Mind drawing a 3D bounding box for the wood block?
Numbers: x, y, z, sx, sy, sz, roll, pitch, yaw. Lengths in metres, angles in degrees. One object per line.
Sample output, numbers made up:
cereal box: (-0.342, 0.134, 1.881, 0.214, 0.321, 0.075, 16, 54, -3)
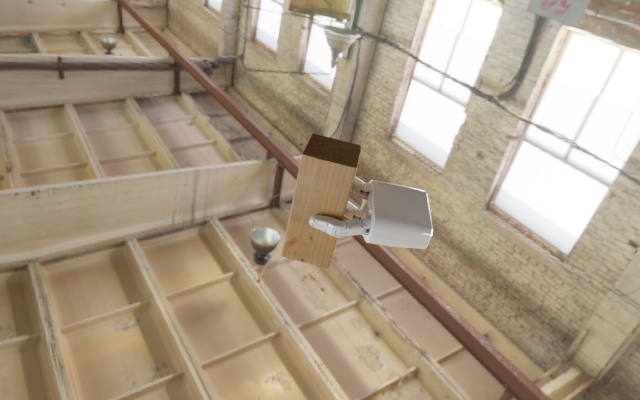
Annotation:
wood block: (0.000, 0.003, 0.826, 0.090, 0.206, 0.090, 15, 31, 2)
